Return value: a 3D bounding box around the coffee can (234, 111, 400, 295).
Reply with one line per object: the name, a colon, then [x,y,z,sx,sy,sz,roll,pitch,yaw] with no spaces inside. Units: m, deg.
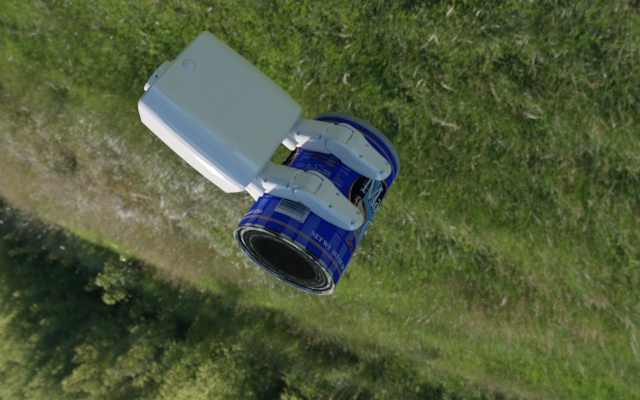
coffee can: [0.000,0.001,0.449,0.103,0.140,0.103,24,-28,14]
